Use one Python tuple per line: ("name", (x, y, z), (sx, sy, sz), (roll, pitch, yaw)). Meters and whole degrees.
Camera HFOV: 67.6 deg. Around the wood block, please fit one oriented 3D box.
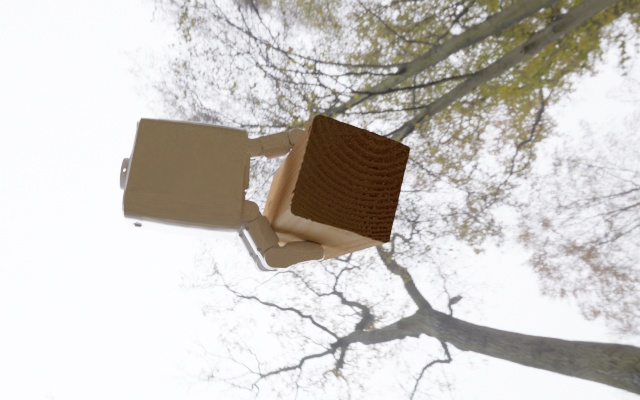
("wood block", (0.000, 0.001, 0.487), (0.090, 0.090, 0.206), (17, -15, -12))
